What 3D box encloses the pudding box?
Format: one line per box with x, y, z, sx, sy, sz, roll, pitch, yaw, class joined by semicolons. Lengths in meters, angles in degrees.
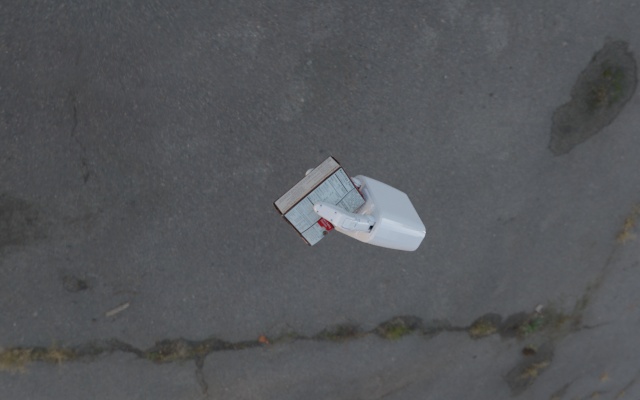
0.000;0.002;0.702;0.039;0.113;0.090;46;-4;48;pudding box
